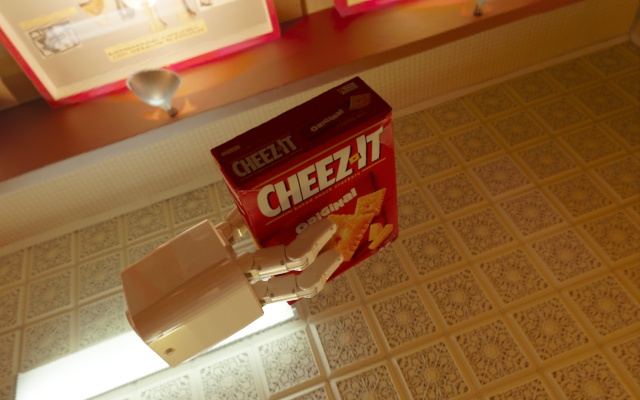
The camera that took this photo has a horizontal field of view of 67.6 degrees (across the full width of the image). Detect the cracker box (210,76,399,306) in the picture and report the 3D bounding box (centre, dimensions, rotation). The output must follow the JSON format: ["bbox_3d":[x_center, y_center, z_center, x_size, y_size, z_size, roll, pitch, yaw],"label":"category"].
[{"bbox_3d":[0.000,0.002,0.512,0.164,0.072,0.214,-30,-38,-13],"label":"cracker box"}]
